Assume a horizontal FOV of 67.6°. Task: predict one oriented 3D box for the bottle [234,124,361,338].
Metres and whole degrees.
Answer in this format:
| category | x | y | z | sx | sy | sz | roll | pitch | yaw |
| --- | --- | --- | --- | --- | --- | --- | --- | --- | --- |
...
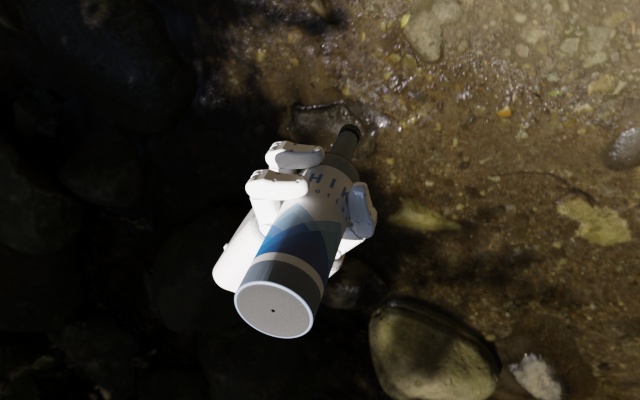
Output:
| category | x | y | z | sx | sy | sz | roll | pitch | yaw |
| --- | --- | --- | --- | --- | --- | --- | --- | --- | --- |
| bottle | 0.000 | 0.002 | 0.491 | 0.069 | 0.069 | 0.295 | 0 | 36 | 19 |
